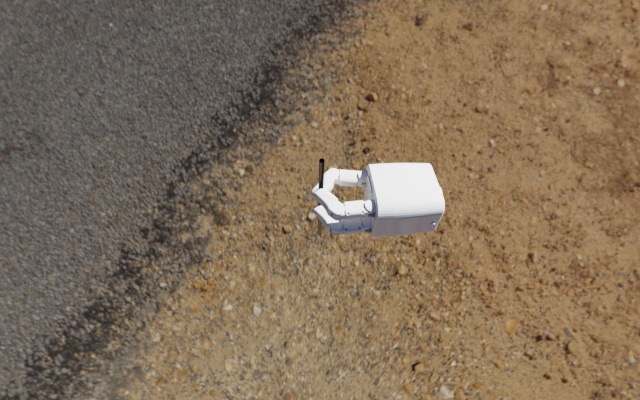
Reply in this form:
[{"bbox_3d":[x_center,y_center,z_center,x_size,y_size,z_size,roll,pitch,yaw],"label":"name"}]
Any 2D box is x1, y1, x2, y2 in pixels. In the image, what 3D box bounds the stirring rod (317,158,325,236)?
[{"bbox_3d":[0.000,0.003,0.778,0.011,0.011,0.240,0,-29,-1],"label":"stirring rod"}]
